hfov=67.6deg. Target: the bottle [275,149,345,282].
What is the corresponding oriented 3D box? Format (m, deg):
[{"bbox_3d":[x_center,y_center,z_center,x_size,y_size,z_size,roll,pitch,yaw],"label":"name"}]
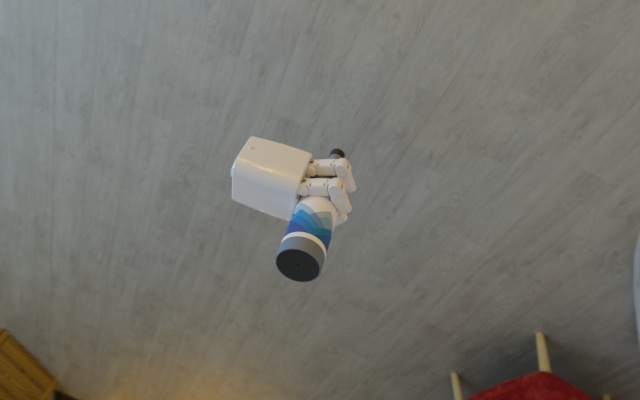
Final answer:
[{"bbox_3d":[0.000,0.003,0.772,0.069,0.069,0.295,0,37,16],"label":"bottle"}]
